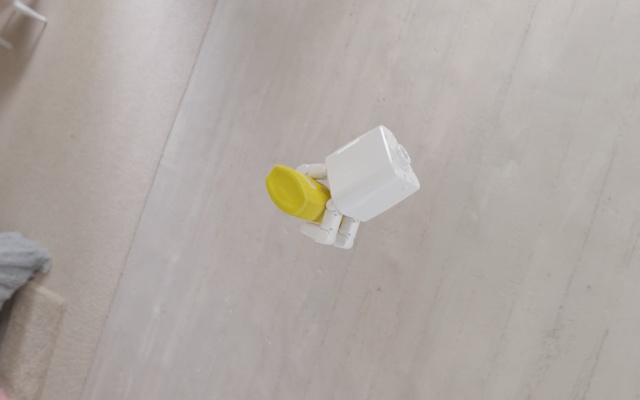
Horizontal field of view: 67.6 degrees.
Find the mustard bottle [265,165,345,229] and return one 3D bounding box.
[{"bbox_3d":[0.000,0.003,0.777,0.096,0.058,0.192,45,14,34],"label":"mustard bottle"}]
